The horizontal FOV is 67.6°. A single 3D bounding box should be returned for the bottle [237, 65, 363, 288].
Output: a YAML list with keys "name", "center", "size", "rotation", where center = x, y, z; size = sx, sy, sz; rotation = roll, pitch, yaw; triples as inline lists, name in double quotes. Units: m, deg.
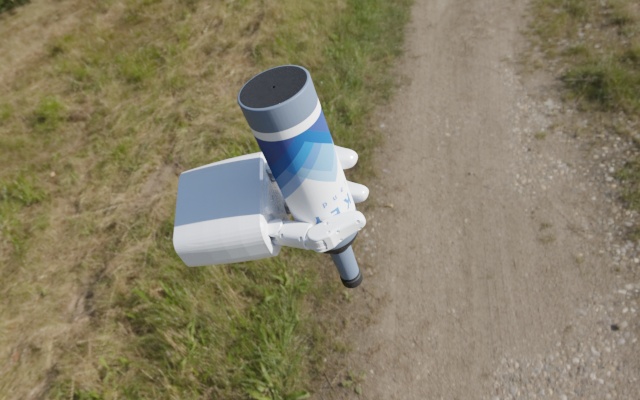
- name: "bottle"
  center: [0.000, 0.001, 0.510]
  size: [0.069, 0.069, 0.296]
  rotation: [0, -43, 22]
